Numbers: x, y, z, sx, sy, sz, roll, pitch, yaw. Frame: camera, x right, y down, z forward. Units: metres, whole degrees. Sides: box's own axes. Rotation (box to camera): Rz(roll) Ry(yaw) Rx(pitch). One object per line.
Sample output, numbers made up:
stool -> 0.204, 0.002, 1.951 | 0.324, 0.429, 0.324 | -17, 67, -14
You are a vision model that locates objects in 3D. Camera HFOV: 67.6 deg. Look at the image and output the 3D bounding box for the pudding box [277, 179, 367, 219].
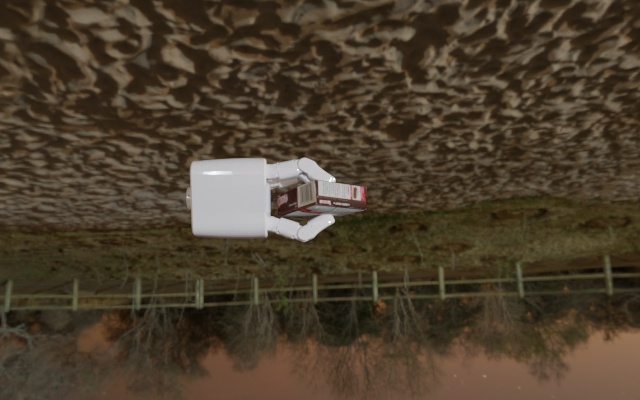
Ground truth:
pudding box -> 0.000, 0.002, 0.704 | 0.090, 0.039, 0.113 | 5, -12, -32
